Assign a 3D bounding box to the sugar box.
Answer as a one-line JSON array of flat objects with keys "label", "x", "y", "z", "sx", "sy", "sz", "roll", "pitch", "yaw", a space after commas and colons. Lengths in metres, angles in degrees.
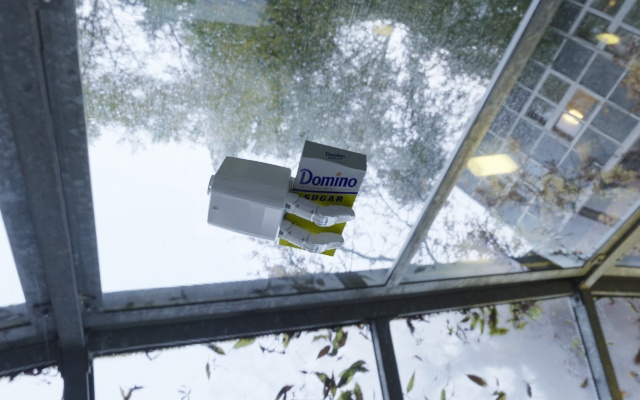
[{"label": "sugar box", "x": 0.000, "y": 0.003, "z": 0.708, "sx": 0.093, "sy": 0.176, "sz": 0.048, "roll": 13, "pitch": 41, "yaw": -5}]
